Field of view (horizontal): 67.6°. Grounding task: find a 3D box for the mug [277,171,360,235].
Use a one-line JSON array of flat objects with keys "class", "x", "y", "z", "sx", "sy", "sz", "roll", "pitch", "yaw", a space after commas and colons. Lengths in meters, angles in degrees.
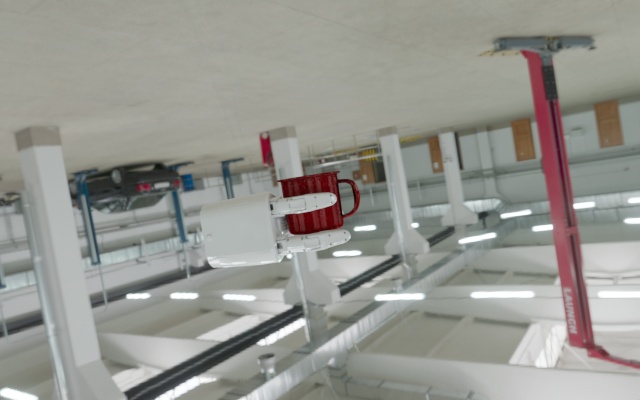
[{"class": "mug", "x": 0.002, "y": 0.002, "z": 0.692, "sx": 0.117, "sy": 0.081, "sz": 0.093, "roll": -8, "pitch": 2, "yaw": 13}]
